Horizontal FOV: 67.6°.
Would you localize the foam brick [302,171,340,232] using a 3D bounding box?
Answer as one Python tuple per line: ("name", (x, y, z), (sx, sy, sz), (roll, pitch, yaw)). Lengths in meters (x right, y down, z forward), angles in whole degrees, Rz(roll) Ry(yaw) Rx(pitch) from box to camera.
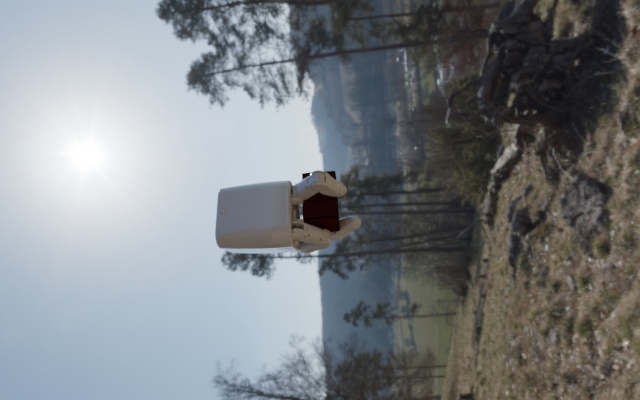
("foam brick", (0.000, 0.002, 0.706), (0.051, 0.078, 0.053), (-4, -29, 3))
